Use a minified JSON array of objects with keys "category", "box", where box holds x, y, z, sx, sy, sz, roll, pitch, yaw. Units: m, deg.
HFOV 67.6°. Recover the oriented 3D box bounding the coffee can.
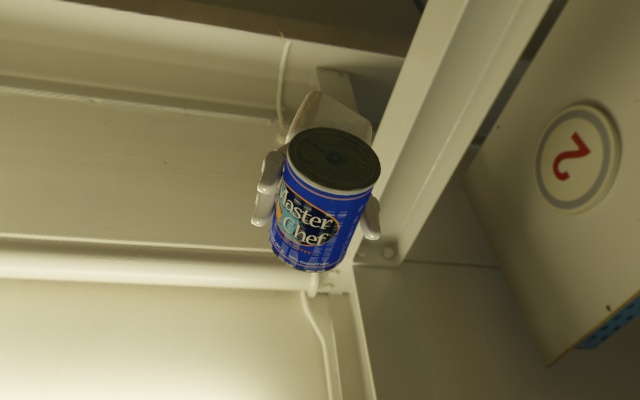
[{"category":"coffee can","box":[0.000,0.002,0.555,0.103,0.102,0.140,0,-44,-18]}]
